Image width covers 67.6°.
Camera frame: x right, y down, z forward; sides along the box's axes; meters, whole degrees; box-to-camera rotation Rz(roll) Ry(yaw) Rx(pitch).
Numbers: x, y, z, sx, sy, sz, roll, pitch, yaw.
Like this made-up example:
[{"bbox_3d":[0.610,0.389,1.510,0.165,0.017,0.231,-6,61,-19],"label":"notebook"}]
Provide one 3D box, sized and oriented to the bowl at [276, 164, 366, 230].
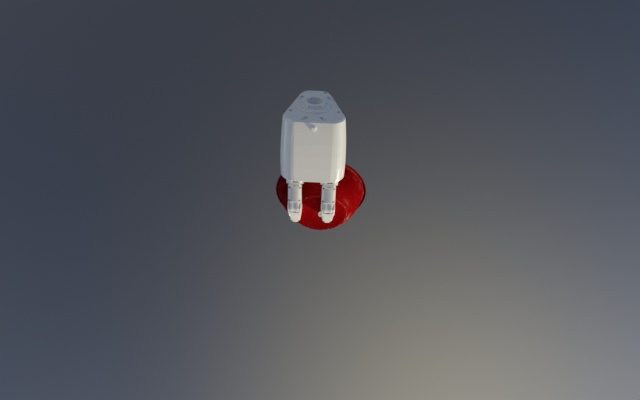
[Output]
[{"bbox_3d":[0.000,0.004,0.841,0.162,0.055,0.162,1,-42,1],"label":"bowl"}]
